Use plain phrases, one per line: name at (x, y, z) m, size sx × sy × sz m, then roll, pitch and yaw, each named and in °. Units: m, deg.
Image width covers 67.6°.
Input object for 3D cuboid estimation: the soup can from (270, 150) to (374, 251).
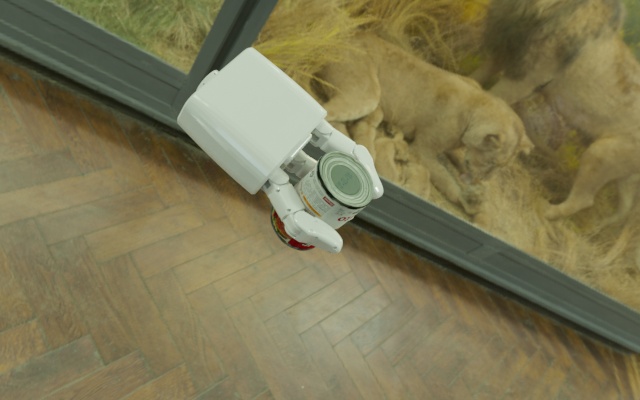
soup can at (0.001, 0.002, 0.502) m, size 0.068 × 0.068 × 0.102 m, roll 0°, pitch -28°, yaw -36°
